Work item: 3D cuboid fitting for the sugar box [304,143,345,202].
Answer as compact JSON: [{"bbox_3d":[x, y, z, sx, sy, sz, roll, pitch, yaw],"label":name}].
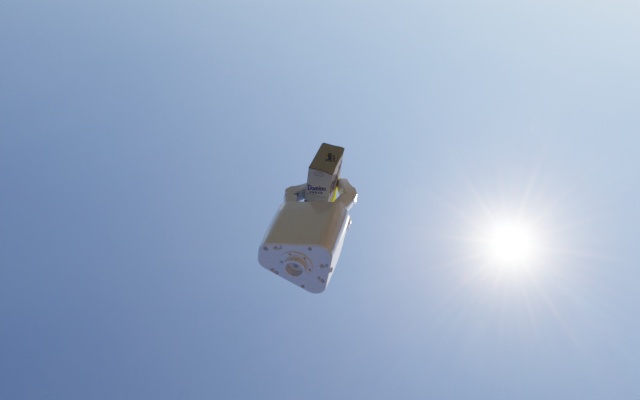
[{"bbox_3d":[0.001,0.003,0.801,0.048,0.176,0.093,16,35,6],"label":"sugar box"}]
